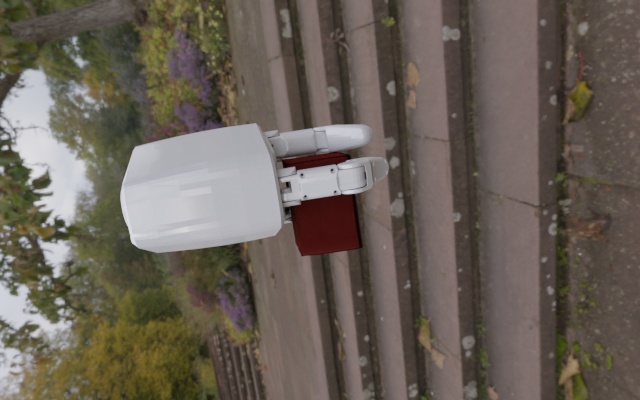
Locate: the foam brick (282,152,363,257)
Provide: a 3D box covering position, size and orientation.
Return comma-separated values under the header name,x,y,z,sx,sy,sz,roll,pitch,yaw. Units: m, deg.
name,x,y,z,sx,sy,sz,roll,pitch,yaw
foam brick,0.000,0.002,0.400,0.051,0.078,0.053,-10,10,-8
